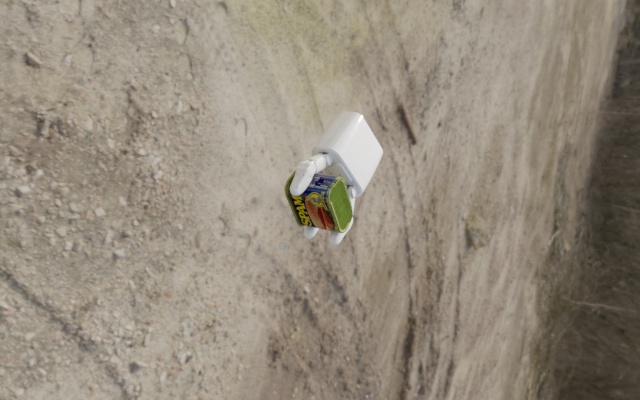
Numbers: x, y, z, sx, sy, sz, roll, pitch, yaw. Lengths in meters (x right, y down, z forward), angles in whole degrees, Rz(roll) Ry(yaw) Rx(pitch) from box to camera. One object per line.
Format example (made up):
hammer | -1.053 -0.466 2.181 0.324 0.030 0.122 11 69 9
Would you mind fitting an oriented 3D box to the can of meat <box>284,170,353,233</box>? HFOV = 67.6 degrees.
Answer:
can of meat | 0.000 0.003 0.781 0.084 0.102 0.057 10 48 31
